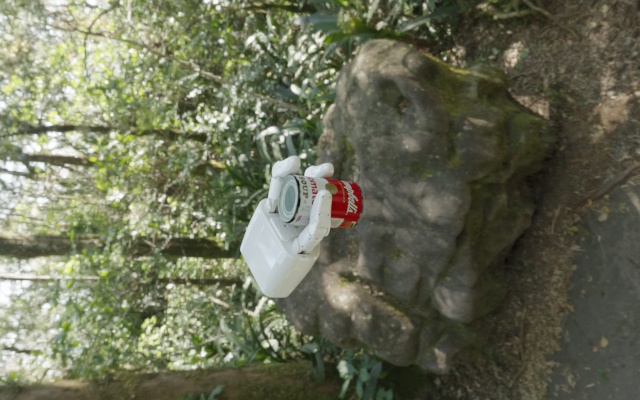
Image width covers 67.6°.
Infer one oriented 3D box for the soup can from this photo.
[{"bbox_3d":[0.000,0.002,0.662,0.102,0.068,0.068,6,-3,-28],"label":"soup can"}]
